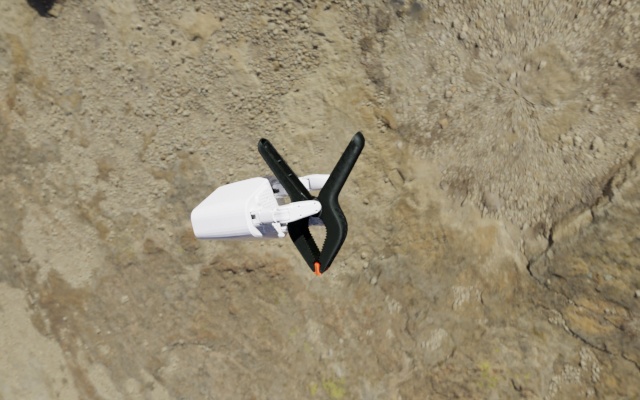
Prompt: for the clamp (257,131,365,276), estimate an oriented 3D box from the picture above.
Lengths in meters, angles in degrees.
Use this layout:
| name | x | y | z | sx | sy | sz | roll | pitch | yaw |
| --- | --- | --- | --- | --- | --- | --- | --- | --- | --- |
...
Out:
| name | x | y | z | sx | sy | sz | roll | pitch | yaw |
| --- | --- | --- | --- | --- | --- | --- | --- | --- | --- |
| clamp | 0.000 | 0.003 | 0.676 | 0.164 | 0.210 | 0.036 | -7 | 9 | 29 |
